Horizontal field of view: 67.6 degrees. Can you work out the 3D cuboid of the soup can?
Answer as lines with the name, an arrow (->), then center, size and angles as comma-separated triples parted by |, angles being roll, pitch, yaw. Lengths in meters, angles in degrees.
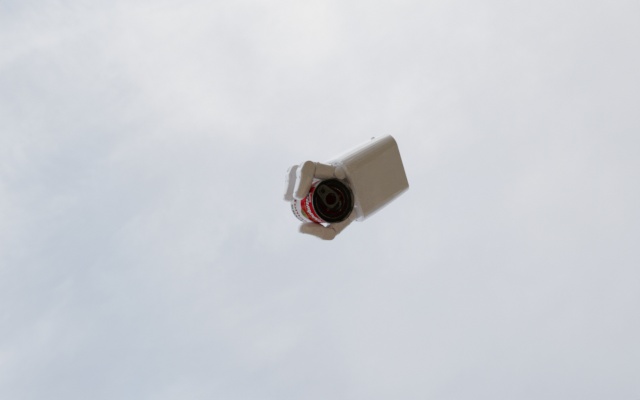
soup can -> 0.000, 0.003, 0.743 | 0.068, 0.068, 0.102 | 0, -3, -23
